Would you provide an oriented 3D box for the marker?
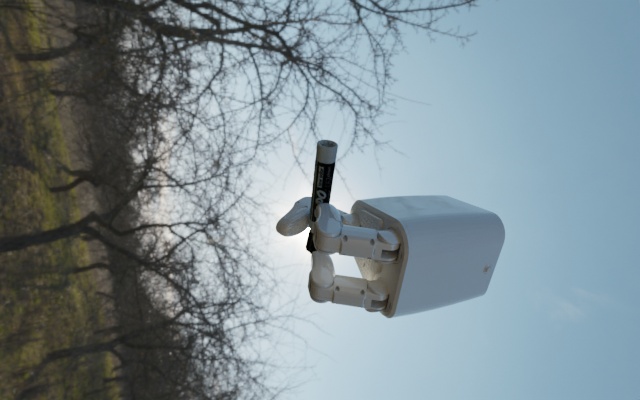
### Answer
[{"bbox_3d":[0.000,0.001,0.450,0.020,0.121,0.020,5,31,-3],"label":"marker"}]
